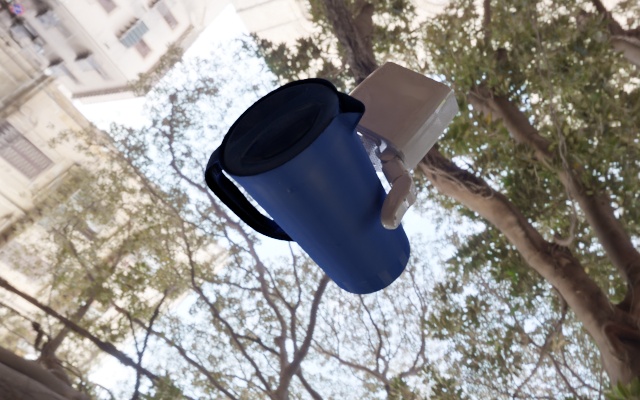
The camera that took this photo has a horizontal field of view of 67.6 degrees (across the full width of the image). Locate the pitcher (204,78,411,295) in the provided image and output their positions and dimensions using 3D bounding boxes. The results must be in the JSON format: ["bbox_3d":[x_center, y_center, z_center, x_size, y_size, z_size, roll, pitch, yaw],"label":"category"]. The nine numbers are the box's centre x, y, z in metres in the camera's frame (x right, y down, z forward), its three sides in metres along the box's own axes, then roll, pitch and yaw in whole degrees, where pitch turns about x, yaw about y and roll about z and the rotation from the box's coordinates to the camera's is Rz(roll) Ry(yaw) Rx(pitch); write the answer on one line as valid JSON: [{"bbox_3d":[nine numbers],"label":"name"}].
[{"bbox_3d":[0.000,0.002,0.528,0.149,0.145,0.243,26,-22,47],"label":"pitcher"}]
